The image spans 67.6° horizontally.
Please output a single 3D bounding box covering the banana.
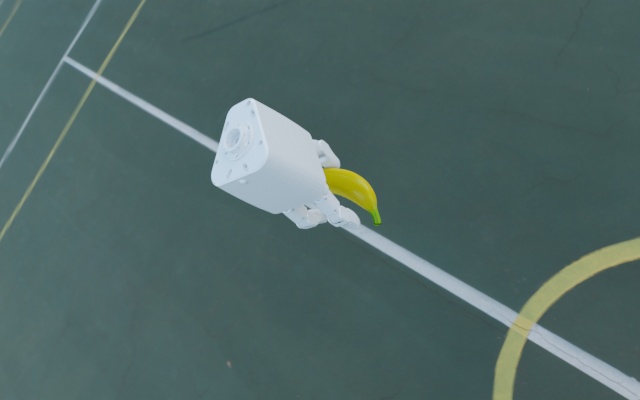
[{"bbox_3d":[0.008,-0.015,0.704,0.198,0.069,0.037,12,-6,40],"label":"banana"}]
